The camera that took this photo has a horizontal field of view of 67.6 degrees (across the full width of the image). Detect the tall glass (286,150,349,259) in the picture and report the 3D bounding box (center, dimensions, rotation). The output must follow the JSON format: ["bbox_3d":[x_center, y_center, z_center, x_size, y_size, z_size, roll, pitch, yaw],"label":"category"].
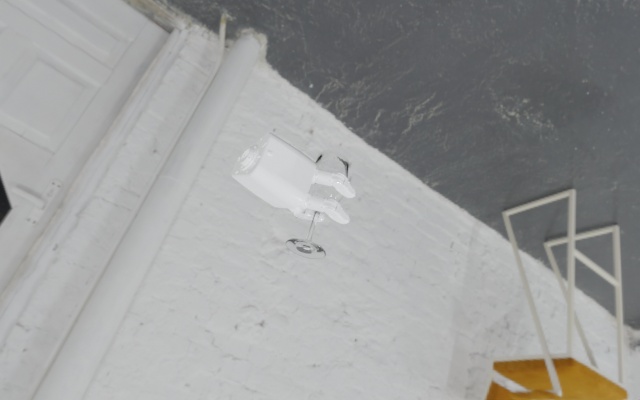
[{"bbox_3d":[0.000,0.004,0.889,0.079,0.201,0.079,14,-29,8],"label":"tall glass"}]
